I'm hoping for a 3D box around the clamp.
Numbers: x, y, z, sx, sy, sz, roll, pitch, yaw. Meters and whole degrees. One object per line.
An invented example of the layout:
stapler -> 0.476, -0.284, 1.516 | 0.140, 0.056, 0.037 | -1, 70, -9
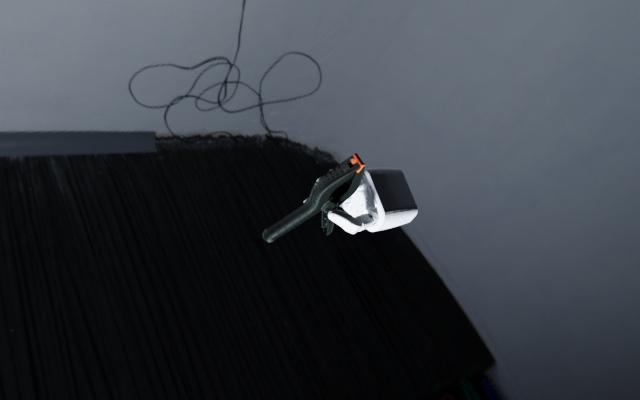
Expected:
clamp -> 0.001, 0.003, 0.819 | 0.164, 0.036, 0.210 | -10, -34, -42
